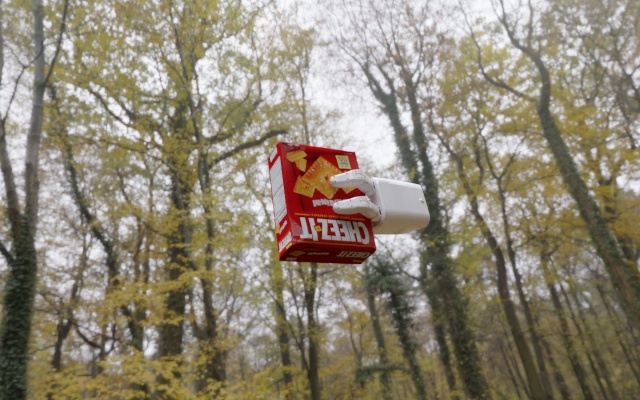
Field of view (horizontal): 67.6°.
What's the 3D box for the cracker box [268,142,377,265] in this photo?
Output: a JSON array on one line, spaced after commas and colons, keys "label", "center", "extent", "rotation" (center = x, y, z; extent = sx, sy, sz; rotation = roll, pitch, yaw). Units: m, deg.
[{"label": "cracker box", "center": [0.000, 0.003, 0.866], "extent": [0.164, 0.213, 0.072], "rotation": [6, -33, -25]}]
